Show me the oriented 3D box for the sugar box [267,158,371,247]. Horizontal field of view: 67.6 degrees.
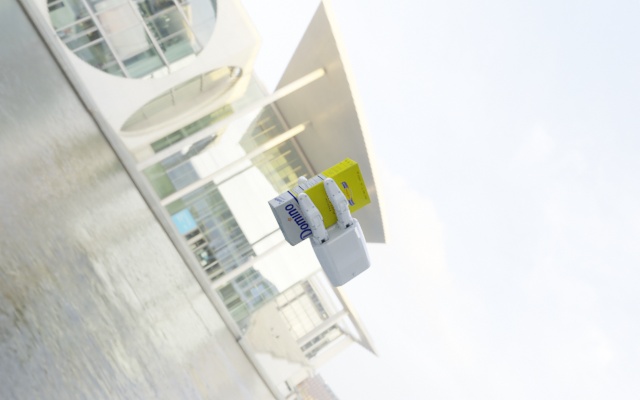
[{"bbox_3d":[0.001,0.003,0.883,0.176,0.093,0.048,-31,30,-15],"label":"sugar box"}]
